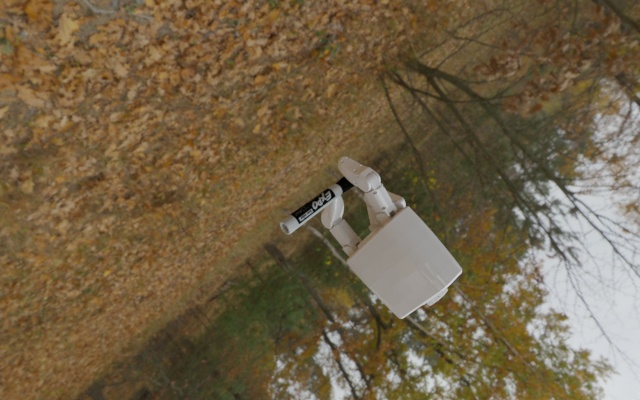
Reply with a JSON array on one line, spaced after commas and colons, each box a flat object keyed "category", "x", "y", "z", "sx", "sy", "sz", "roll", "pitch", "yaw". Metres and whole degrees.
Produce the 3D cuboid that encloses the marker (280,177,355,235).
[{"category": "marker", "x": 0.000, "y": 0.002, "z": 0.593, "sx": 0.121, "sy": 0.020, "sz": 0.020, "roll": -36, "pitch": 20, "yaw": -29}]
